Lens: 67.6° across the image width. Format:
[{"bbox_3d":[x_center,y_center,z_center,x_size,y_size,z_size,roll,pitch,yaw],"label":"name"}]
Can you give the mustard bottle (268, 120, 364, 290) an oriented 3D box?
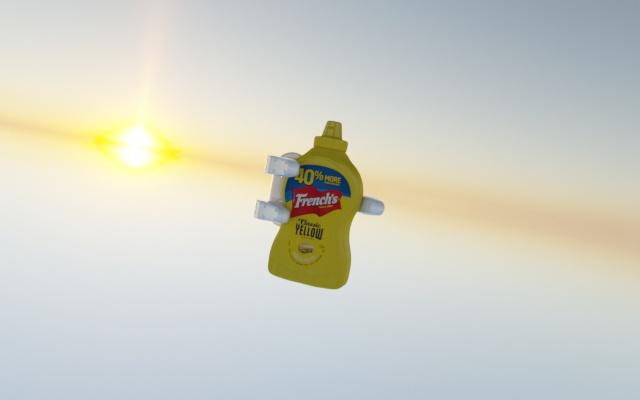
[{"bbox_3d":[0.000,0.002,0.564,0.096,0.191,0.058,11,2,17],"label":"mustard bottle"}]
